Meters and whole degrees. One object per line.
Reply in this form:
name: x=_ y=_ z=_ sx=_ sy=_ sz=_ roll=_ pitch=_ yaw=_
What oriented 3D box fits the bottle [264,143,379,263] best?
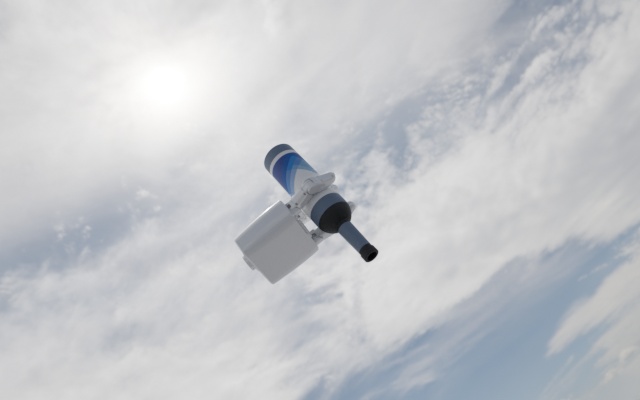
bottle: x=0.000 y=0.003 z=0.841 sx=0.069 sy=0.069 sz=0.295 roll=0 pitch=35 yaw=-43
